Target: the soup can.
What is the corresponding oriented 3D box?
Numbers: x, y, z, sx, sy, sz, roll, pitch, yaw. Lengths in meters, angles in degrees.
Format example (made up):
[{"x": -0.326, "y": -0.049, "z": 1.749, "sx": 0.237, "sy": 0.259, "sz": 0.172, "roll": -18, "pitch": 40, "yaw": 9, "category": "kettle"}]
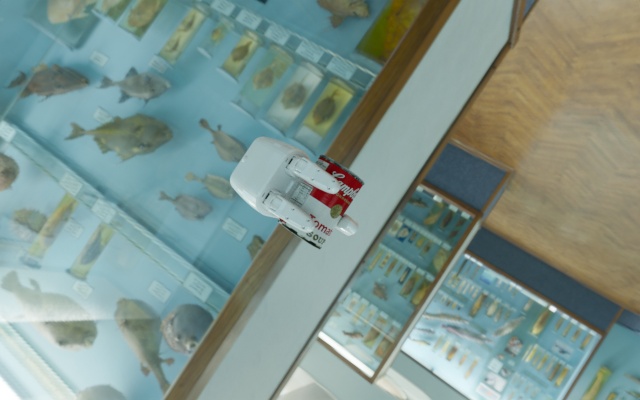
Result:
[{"x": 0.000, "y": 0.002, "z": 0.607, "sx": 0.068, "sy": 0.102, "sz": 0.068, "roll": 34, "pitch": -2, "yaw": 1, "category": "soup can"}]
